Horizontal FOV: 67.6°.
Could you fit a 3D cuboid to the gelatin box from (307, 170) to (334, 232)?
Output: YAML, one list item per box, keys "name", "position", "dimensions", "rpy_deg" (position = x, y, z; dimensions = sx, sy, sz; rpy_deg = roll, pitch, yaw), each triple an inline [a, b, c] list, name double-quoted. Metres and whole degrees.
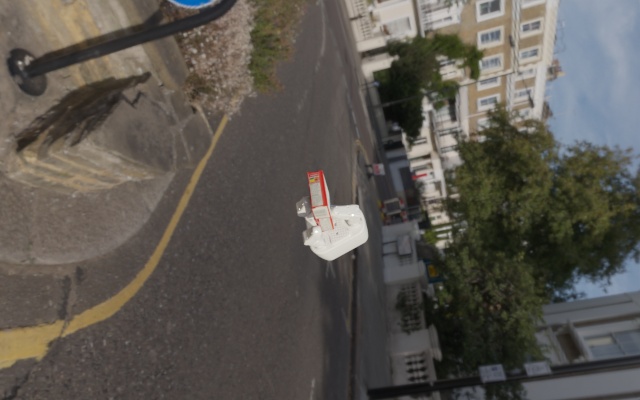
- name: "gelatin box"
  position: [0.001, 0.002, 0.824]
  dimensions: [0.030, 0.073, 0.089]
  rpy_deg: [-10, -31, 4]
